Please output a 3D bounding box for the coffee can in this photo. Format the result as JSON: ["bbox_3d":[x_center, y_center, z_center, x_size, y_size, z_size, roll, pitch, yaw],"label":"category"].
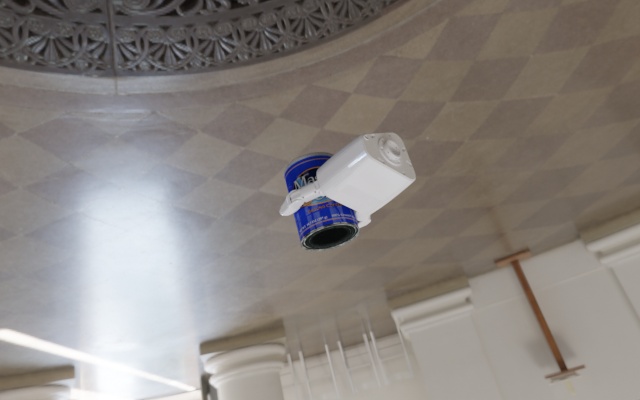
[{"bbox_3d":[0.000,0.003,0.824,0.103,0.140,0.103,-12,-26,-6],"label":"coffee can"}]
